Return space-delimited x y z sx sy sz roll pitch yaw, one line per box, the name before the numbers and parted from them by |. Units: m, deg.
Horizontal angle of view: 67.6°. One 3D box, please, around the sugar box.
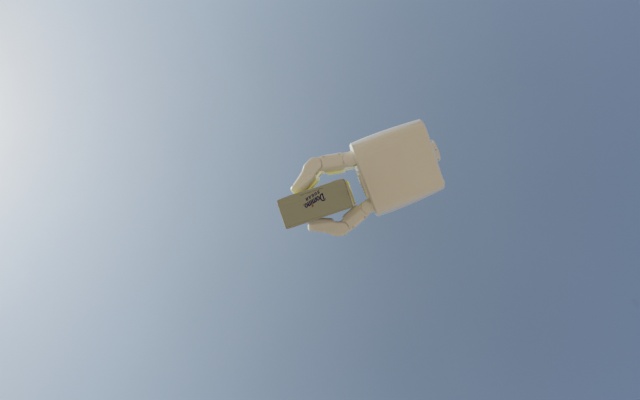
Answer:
sugar box | 0.000 0.002 0.683 0.093 0.048 0.176 -18 -3 4
